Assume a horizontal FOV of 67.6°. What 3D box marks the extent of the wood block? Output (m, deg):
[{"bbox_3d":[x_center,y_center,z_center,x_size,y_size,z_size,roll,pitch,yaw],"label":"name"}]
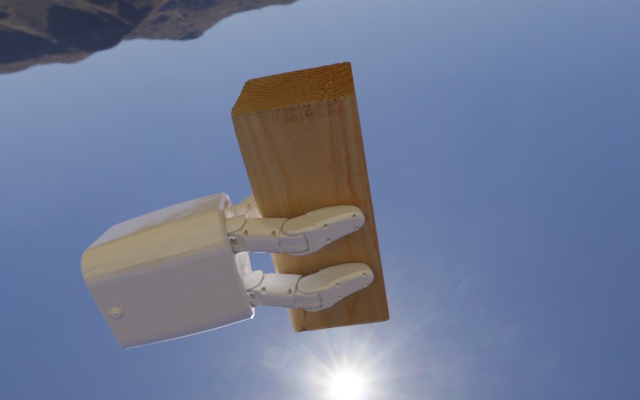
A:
[{"bbox_3d":[0.000,0.001,0.407,0.090,0.206,0.090,-9,30,5],"label":"wood block"}]
